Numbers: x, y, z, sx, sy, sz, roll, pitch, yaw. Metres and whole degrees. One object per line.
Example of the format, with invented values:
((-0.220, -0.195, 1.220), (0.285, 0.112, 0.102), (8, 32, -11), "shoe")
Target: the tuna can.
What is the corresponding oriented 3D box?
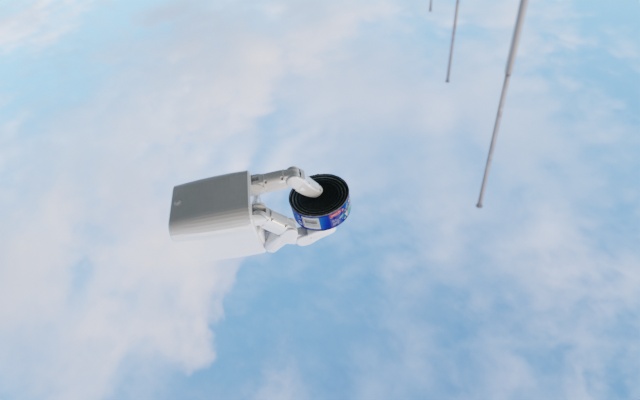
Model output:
((0.000, 0.003, 0.677), (0.086, 0.034, 0.086), (-7, 44, 7), "tuna can")
